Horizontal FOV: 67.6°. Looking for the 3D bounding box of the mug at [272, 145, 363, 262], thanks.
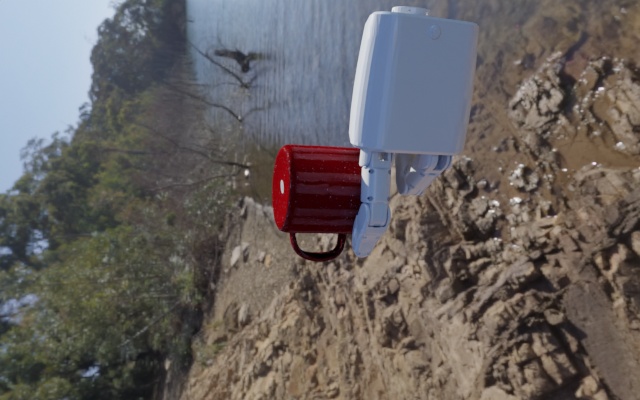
[{"bbox_3d":[0.000,0.003,0.453,0.081,0.117,0.093,1,15,-17],"label":"mug"}]
